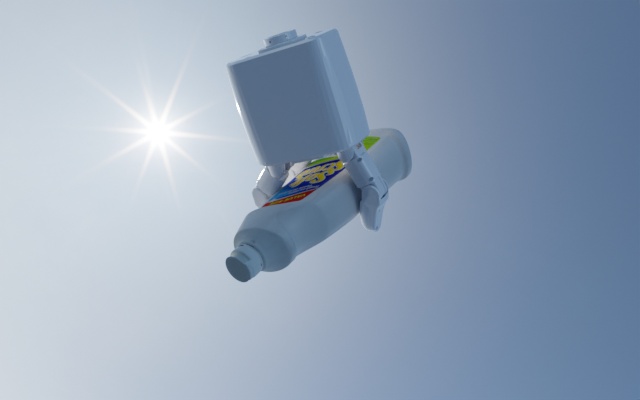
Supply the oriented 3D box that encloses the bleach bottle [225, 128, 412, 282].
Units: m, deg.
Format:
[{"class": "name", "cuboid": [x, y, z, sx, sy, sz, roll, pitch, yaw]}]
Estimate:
[{"class": "bleach bottle", "cuboid": [0.000, 0.002, 0.504, 0.102, 0.068, 0.250, -1, 28, 38]}]
